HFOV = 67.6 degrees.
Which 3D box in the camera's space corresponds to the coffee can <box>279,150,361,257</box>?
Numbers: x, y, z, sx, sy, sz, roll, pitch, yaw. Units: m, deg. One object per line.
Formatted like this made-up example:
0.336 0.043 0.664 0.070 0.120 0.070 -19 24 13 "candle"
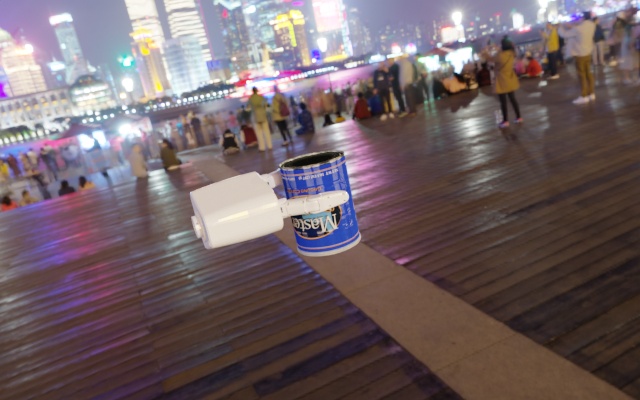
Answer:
0.000 0.003 0.741 0.103 0.140 0.102 -11 15 3 "coffee can"
